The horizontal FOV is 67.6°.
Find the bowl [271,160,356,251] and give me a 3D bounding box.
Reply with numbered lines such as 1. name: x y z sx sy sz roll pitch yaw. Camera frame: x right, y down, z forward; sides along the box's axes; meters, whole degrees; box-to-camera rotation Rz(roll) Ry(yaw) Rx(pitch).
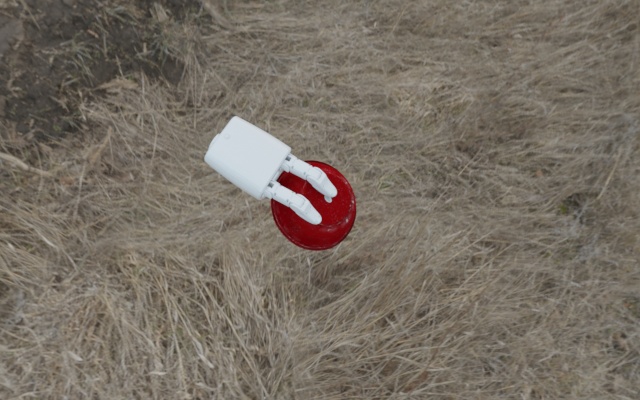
1. bowl: 0.001 0.003 0.810 0.162 0.162 0.055 0 -11 -24
